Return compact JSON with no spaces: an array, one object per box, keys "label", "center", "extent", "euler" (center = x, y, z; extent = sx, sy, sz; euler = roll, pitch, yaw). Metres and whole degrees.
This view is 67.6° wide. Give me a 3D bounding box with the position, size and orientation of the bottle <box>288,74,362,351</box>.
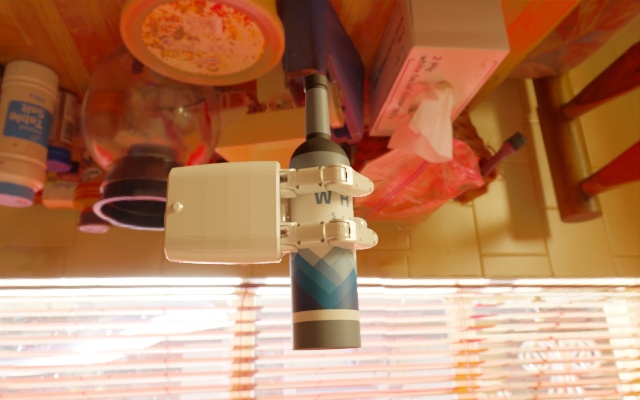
[{"label":"bottle","center":[0.000,0.002,0.499],"extent":[0.069,0.295,0.069],"euler":[-2,-19,-1]}]
